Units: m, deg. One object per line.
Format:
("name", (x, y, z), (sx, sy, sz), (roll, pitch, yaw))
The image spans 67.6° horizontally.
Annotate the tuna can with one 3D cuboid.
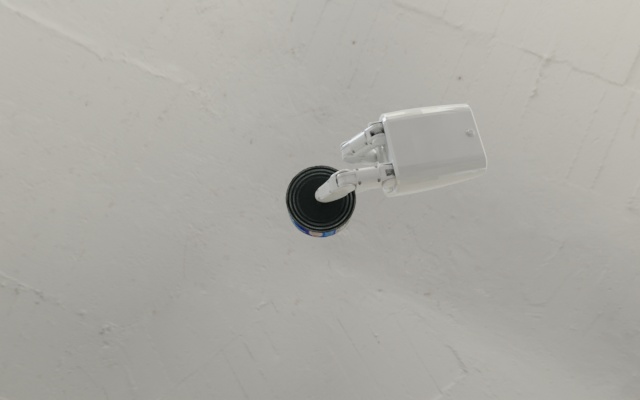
("tuna can", (0.000, 0.002, 0.594), (0.086, 0.086, 0.034), (0, -17, -2))
